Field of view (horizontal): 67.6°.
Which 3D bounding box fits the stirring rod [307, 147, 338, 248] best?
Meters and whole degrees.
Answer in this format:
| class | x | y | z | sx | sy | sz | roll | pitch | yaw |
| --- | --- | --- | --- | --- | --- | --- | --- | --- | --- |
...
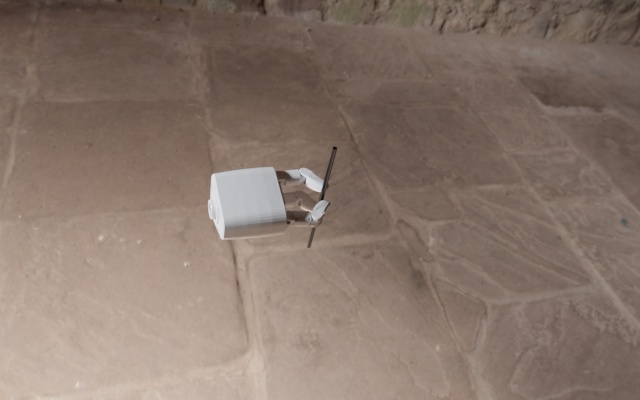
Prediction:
| class | x | y | z | sx | sy | sz | roll | pitch | yaw |
| --- | --- | --- | --- | --- | --- | --- | --- | --- | --- |
| stirring rod | 0.000 | 0.003 | 0.843 | 0.011 | 0.240 | 0.011 | 8 | 42 | -8 |
